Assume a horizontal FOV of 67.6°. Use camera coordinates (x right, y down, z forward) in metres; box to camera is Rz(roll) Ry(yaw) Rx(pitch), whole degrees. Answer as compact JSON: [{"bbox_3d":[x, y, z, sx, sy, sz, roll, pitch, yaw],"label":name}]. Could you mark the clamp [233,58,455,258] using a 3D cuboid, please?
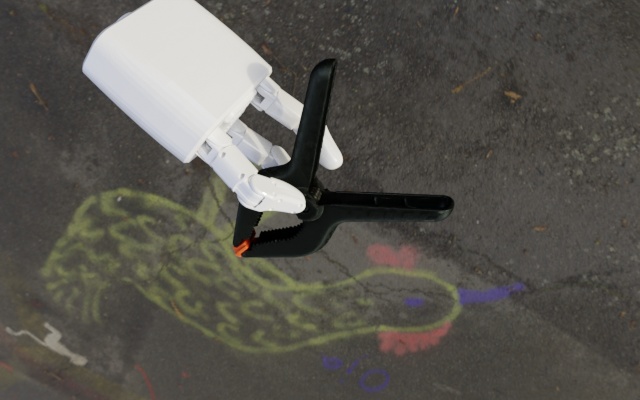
[{"bbox_3d":[-0.001,0.002,0.430,0.210,0.164,0.036,-42,11,32],"label":"clamp"}]
